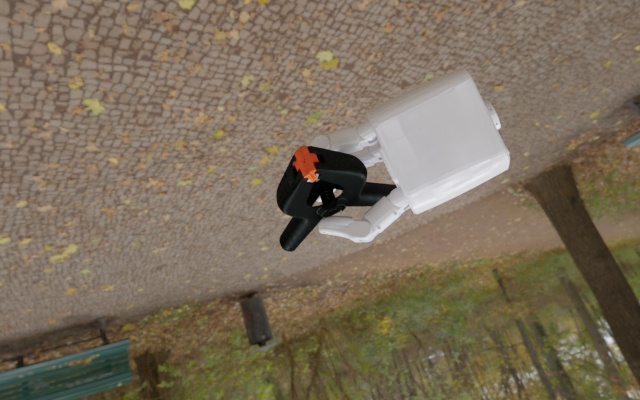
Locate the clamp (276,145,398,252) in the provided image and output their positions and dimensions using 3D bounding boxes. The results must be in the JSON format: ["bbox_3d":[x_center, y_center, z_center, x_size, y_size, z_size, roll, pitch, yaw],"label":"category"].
[{"bbox_3d":[0.000,0.002,0.508,0.164,0.036,0.210,-27,-21,11],"label":"clamp"}]
